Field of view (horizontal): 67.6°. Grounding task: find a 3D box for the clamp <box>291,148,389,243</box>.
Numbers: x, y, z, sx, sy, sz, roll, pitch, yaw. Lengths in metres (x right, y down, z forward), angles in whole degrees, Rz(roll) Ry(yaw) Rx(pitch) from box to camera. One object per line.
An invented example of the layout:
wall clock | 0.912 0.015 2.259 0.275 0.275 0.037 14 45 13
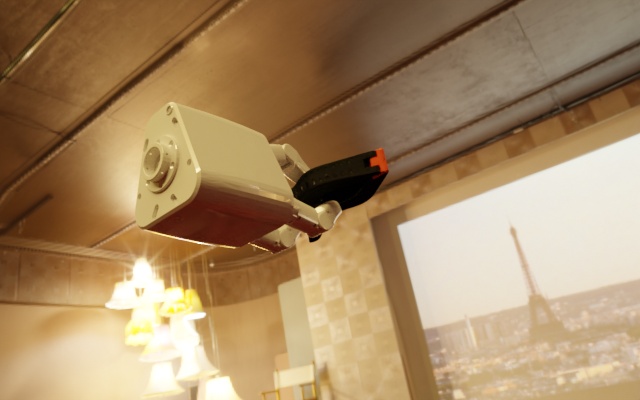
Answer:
clamp | 0.000 0.001 0.558 0.210 0.036 0.164 -27 -27 33
